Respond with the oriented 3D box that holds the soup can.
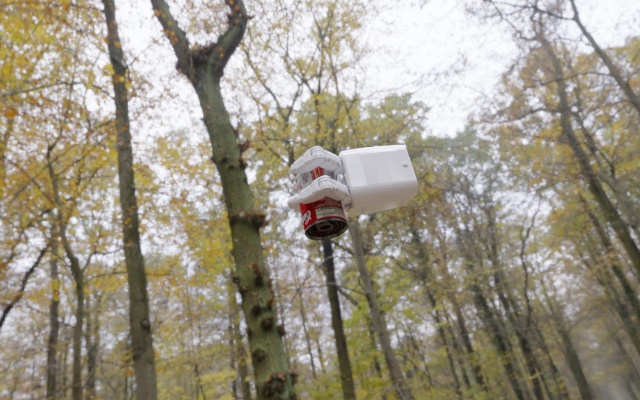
[{"bbox_3d":[0.000,0.002,0.752,0.068,0.102,0.068,-9,-29,-5],"label":"soup can"}]
